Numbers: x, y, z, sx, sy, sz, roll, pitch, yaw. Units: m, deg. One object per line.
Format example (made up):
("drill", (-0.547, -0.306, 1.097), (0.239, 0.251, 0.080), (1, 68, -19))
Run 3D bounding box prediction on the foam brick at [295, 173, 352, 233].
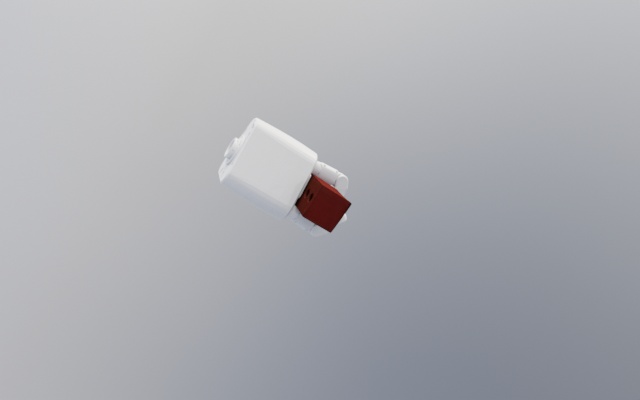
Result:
("foam brick", (0.000, 0.002, 0.686), (0.051, 0.053, 0.078), (32, 6, -21))
